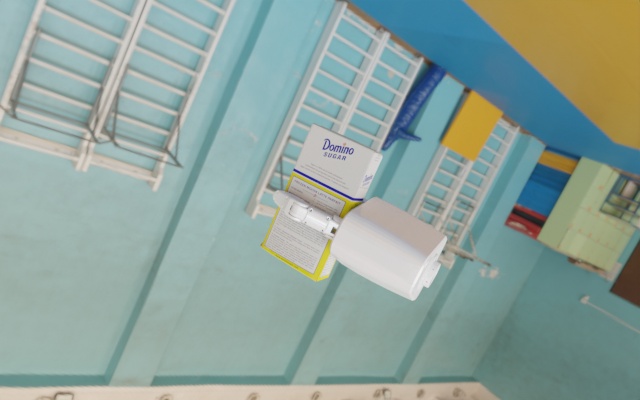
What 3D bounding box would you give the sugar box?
[{"bbox_3d":[0.000,0.002,0.605,0.093,0.176,0.048,28,8,21],"label":"sugar box"}]
